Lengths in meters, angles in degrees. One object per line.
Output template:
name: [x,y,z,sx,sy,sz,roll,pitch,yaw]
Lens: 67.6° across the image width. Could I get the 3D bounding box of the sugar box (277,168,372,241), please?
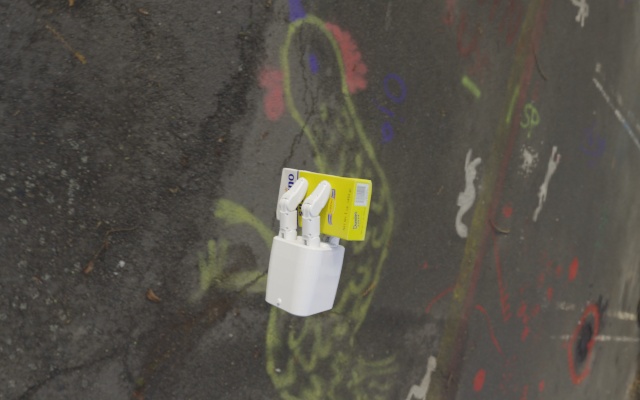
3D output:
sugar box: [0.000,0.003,0.770,0.048,0.093,0.176,5,4,-45]
